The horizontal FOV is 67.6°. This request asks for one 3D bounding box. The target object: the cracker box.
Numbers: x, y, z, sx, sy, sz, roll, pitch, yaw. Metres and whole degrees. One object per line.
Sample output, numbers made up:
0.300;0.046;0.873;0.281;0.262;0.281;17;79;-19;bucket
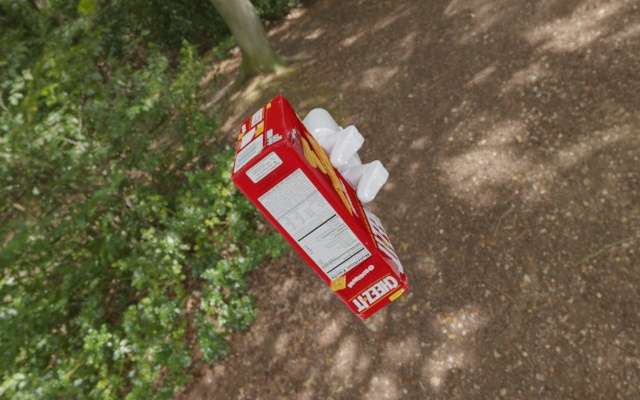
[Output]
0.000;0.002;0.527;0.072;0.214;0.164;-36;24;11;cracker box
